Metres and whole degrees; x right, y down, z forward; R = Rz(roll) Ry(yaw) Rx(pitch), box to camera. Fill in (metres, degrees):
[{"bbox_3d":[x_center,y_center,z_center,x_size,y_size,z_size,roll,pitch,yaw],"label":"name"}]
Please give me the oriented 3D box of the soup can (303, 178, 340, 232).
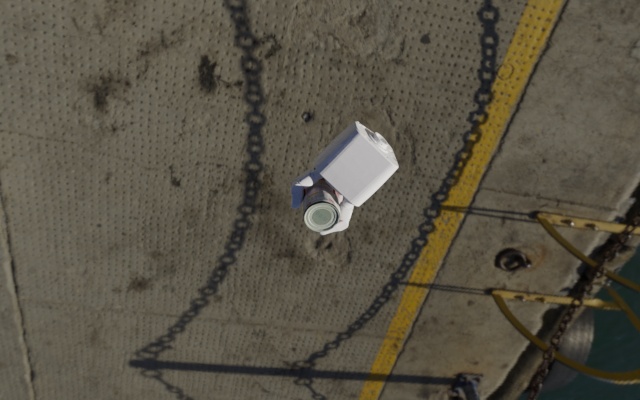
[{"bbox_3d":[0.000,0.003,0.894,0.068,0.068,0.102,0,34,-4],"label":"soup can"}]
